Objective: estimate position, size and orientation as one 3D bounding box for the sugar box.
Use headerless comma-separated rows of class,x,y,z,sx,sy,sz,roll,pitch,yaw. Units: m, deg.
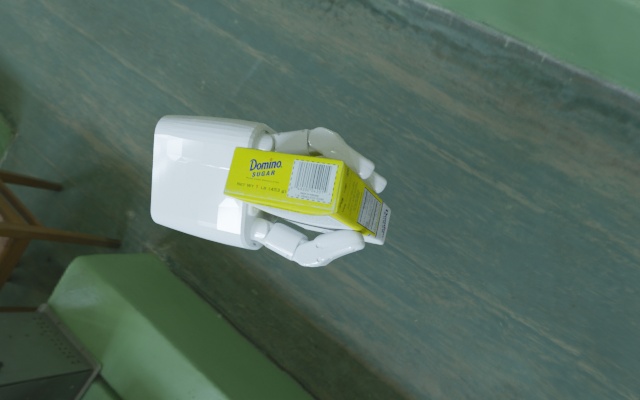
sugar box,0.000,0.001,0.428,0.093,0.048,0.176,10,-6,20
